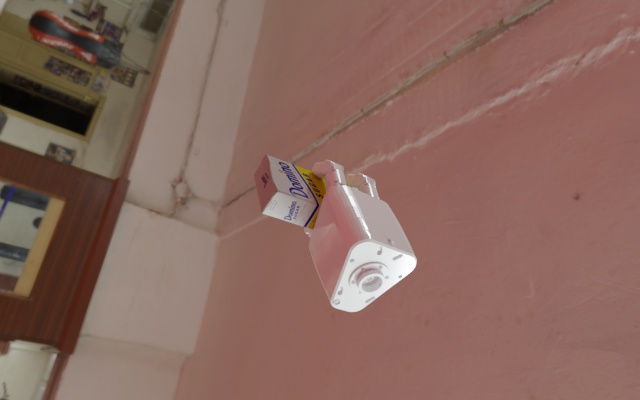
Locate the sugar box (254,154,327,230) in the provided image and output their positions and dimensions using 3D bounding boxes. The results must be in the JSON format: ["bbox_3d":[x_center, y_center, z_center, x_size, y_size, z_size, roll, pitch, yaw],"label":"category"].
[{"bbox_3d":[0.001,0.002,0.656,0.176,0.048,0.093,22,26,-28],"label":"sugar box"}]
